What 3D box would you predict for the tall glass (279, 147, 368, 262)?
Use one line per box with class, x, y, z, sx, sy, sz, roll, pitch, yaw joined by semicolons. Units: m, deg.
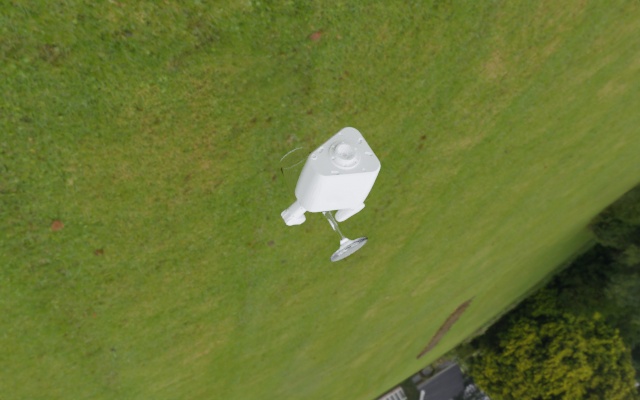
tall glass;0.000;0.003;0.841;0.079;0.201;0.079;-28;-19;-11
